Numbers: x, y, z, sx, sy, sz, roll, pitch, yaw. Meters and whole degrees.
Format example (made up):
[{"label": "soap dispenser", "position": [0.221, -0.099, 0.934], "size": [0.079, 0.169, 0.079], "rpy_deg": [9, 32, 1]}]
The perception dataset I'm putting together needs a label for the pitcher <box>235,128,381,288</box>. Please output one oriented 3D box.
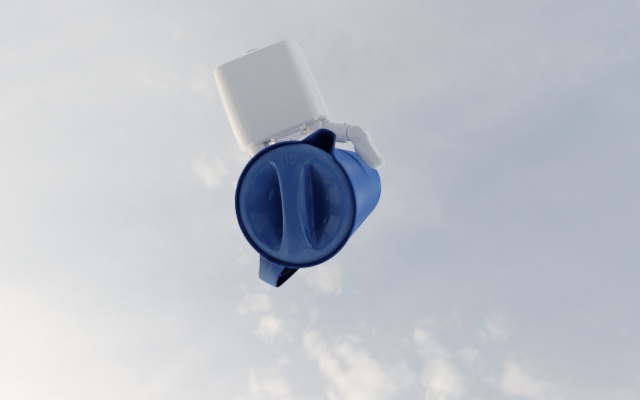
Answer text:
[{"label": "pitcher", "position": [0.000, 0.002, 0.599], "size": [0.149, 0.145, 0.243], "rpy_deg": [-23, -1, 18]}]
